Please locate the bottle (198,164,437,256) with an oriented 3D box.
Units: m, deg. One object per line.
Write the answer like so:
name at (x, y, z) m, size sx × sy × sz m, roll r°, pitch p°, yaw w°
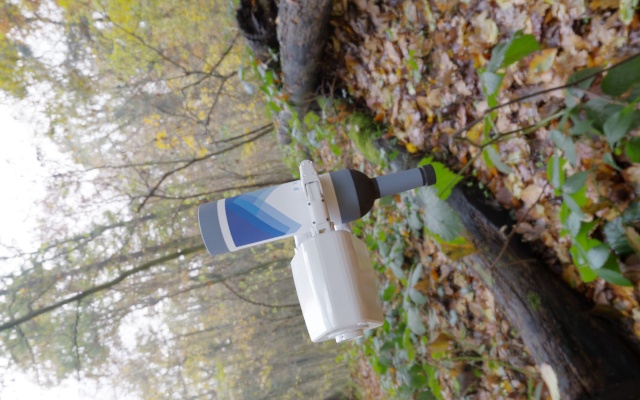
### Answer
bottle at (0.000, 0.002, 0.602) m, size 0.296 × 0.069 × 0.069 m, roll -14°, pitch 0°, yaw -1°
